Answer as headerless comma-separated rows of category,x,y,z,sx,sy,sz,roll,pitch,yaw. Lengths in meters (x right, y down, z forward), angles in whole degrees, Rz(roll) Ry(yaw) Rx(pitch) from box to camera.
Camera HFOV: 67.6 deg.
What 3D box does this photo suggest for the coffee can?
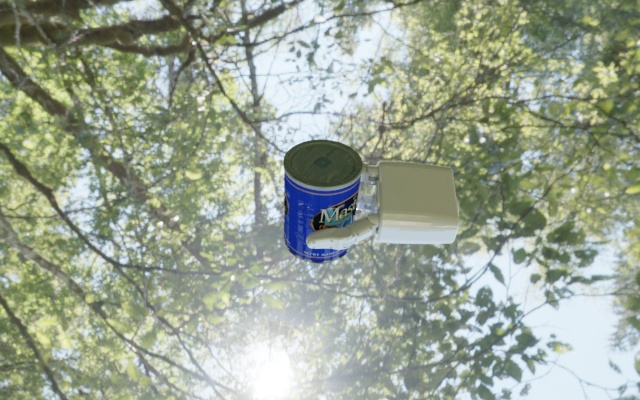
coffee can,0.000,0.002,0.658,0.103,0.140,0.102,2,41,-2
